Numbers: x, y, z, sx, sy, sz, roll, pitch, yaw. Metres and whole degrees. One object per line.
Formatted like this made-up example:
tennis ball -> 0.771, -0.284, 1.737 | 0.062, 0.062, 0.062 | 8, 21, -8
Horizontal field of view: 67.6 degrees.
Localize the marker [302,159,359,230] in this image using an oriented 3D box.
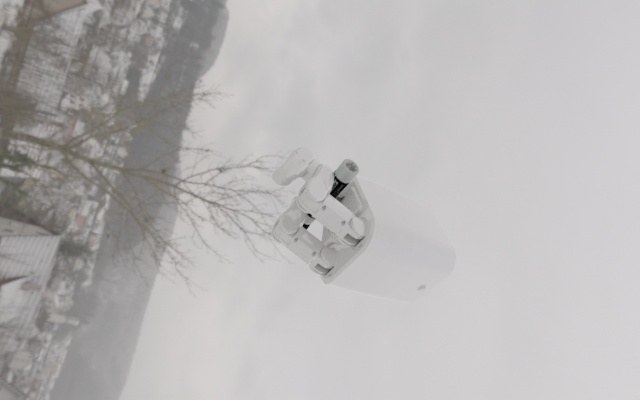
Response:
marker -> 0.000, 0.002, 0.496 | 0.020, 0.020, 0.121 | 0, -35, -37
